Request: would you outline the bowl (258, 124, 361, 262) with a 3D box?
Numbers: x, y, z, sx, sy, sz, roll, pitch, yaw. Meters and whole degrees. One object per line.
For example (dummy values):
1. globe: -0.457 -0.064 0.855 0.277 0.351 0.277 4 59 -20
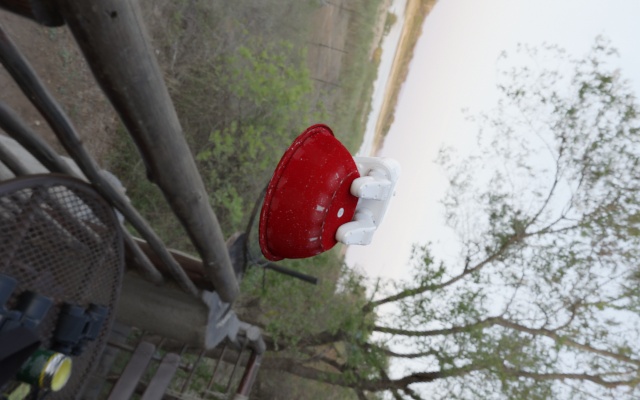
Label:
1. bowl: 0.000 0.002 0.519 0.055 0.162 0.162 22 8 21
